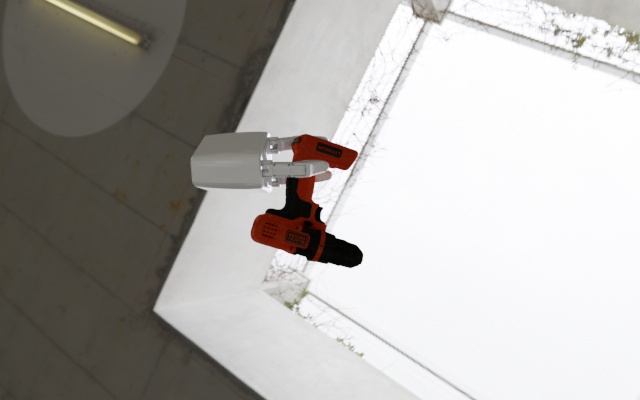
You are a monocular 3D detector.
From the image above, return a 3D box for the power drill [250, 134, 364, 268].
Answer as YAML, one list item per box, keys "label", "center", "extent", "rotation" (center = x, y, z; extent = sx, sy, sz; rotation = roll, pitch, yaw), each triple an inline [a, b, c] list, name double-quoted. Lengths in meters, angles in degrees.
- label: "power drill"
  center: [0.000, 0.002, 0.753]
  extent: [0.184, 0.187, 0.057]
  rotation: [18, -10, -15]
